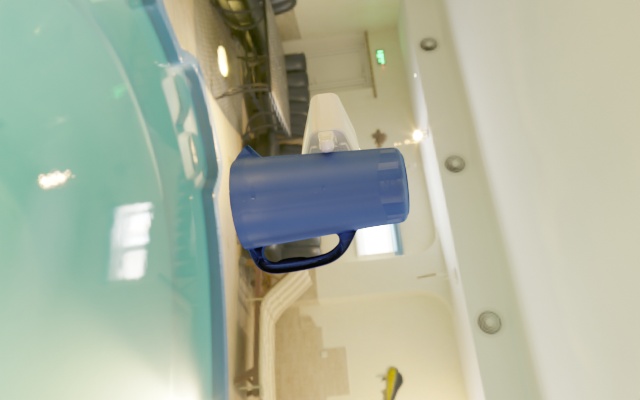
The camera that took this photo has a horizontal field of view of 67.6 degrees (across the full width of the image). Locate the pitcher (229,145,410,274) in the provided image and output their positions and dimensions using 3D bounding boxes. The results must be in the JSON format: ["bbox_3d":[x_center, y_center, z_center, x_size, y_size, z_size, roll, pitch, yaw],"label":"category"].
[{"bbox_3d":[0.000,0.002,0.683,0.243,0.149,0.145,-7,43,4],"label":"pitcher"}]
